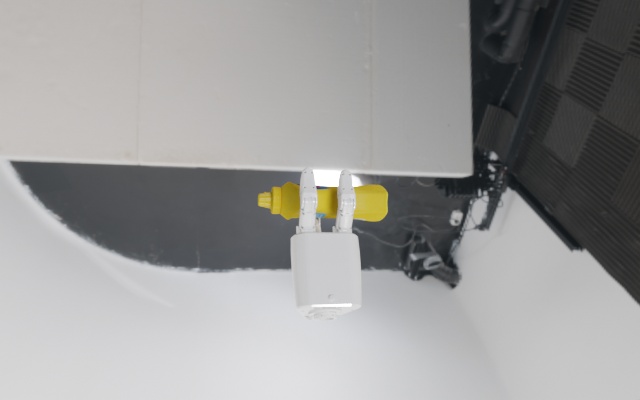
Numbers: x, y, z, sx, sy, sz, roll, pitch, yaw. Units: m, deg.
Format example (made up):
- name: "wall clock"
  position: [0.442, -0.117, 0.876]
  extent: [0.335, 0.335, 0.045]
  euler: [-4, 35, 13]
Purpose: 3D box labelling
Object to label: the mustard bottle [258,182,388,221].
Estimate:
- name: "mustard bottle"
  position: [0.000, 0.002, 0.738]
  extent: [0.191, 0.058, 0.096]
  euler: [1, 0, -11]
